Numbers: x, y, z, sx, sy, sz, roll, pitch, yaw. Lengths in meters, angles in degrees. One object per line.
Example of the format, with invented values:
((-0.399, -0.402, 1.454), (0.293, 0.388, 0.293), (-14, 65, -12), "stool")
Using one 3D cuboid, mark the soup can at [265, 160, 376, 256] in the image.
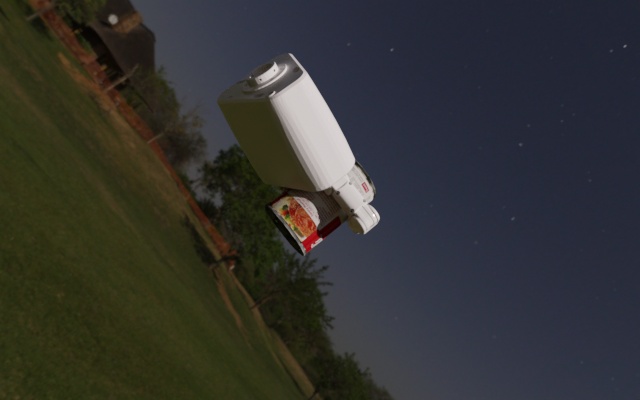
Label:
((0.001, 0.002, 0.516), (0.102, 0.068, 0.068), (-38, 9, -12), "soup can")
